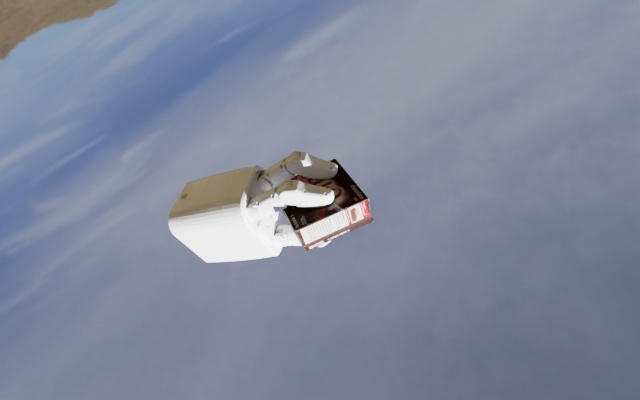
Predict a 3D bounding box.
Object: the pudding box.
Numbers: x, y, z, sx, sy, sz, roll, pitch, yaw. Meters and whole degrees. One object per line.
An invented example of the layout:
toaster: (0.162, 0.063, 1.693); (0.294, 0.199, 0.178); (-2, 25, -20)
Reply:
pudding box: (0.000, 0.002, 0.570); (0.090, 0.039, 0.113); (-25, 36, -6)
